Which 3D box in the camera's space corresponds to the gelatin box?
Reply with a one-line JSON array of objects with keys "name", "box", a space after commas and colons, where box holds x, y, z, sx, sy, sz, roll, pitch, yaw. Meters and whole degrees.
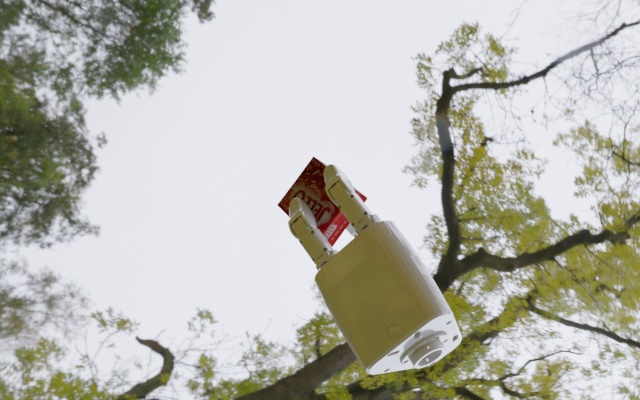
[{"name": "gelatin box", "box": [0.000, 0.002, 0.539, 0.030, 0.073, 0.089, 31, 8, -45]}]
